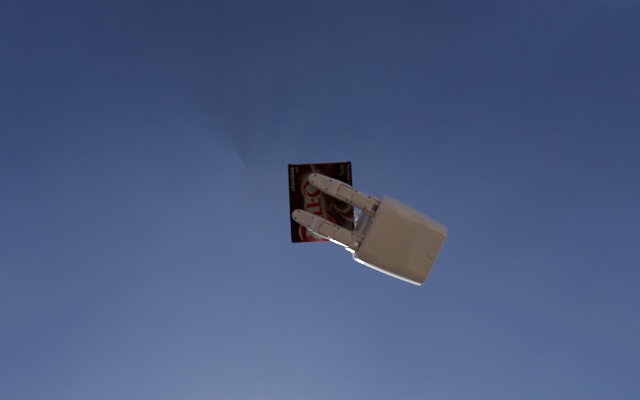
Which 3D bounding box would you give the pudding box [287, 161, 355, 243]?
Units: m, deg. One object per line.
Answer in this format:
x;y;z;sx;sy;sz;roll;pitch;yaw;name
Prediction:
0.000;0.002;0.679;0.090;0.113;0.039;-3;3;-4;pudding box
